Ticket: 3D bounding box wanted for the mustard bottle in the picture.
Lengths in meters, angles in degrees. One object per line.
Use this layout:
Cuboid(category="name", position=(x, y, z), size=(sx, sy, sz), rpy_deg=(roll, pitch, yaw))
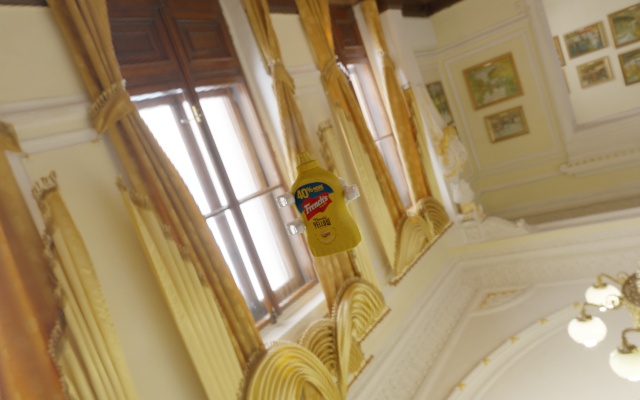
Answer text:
Cuboid(category="mustard bottle", position=(0.000, 0.003, 0.868), size=(0.096, 0.191, 0.058), rpy_deg=(-16, 8, 26))
